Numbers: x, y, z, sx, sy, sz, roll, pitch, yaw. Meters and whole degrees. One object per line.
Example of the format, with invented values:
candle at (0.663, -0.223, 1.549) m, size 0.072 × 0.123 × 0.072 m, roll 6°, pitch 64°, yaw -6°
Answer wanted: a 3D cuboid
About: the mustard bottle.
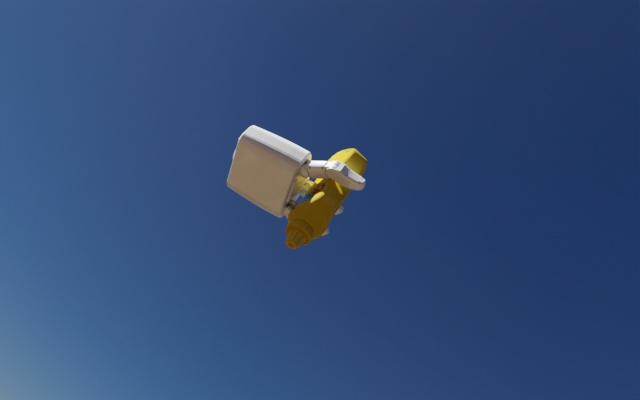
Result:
mustard bottle at (0.001, 0.002, 0.732) m, size 0.096 × 0.058 × 0.191 m, roll -34°, pitch 15°, yaw 48°
